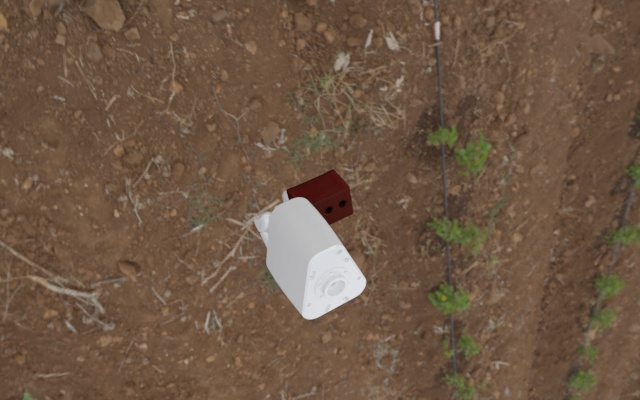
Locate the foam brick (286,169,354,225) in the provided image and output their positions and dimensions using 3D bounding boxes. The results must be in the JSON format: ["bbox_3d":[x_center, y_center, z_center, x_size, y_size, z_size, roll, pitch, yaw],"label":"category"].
[{"bbox_3d":[0.000,0.002,0.673,0.078,0.053,0.051,-25,40,-16],"label":"foam brick"}]
